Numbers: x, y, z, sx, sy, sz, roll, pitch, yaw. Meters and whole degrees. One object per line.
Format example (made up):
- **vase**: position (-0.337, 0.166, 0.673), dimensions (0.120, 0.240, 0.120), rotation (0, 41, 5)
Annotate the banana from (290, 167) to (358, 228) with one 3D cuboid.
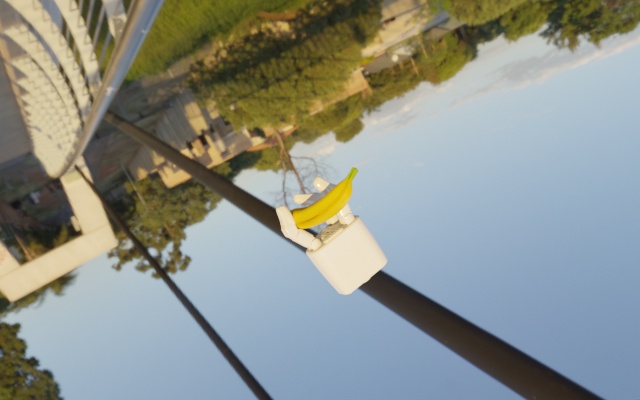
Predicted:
- **banana**: position (-0.004, 0.014, 0.822), dimensions (0.198, 0.037, 0.069), rotation (-31, 22, 43)
